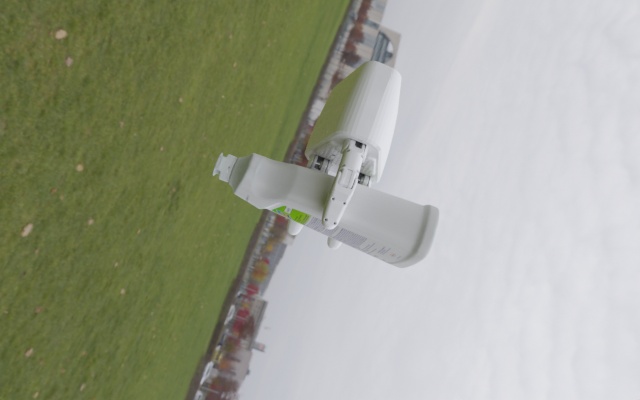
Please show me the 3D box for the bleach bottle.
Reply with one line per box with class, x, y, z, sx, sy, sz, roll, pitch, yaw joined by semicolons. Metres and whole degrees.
bleach bottle;0.000;0.002;0.547;0.251;0.068;0.102;22;-21;-5
